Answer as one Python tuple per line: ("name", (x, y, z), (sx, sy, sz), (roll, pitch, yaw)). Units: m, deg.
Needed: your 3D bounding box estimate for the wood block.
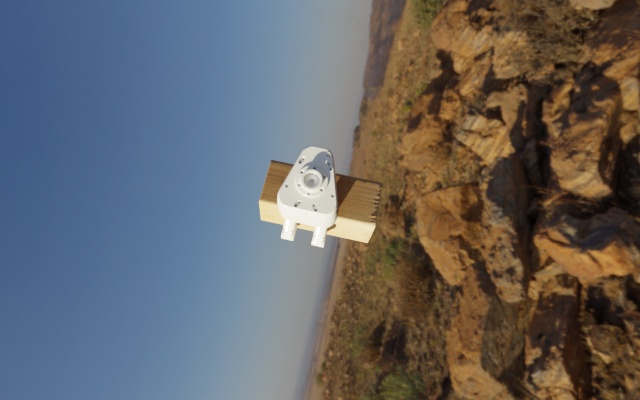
("wood block", (0.000, 0.002, 0.880), (0.206, 0.090, 0.090), (12, -24, 2))
